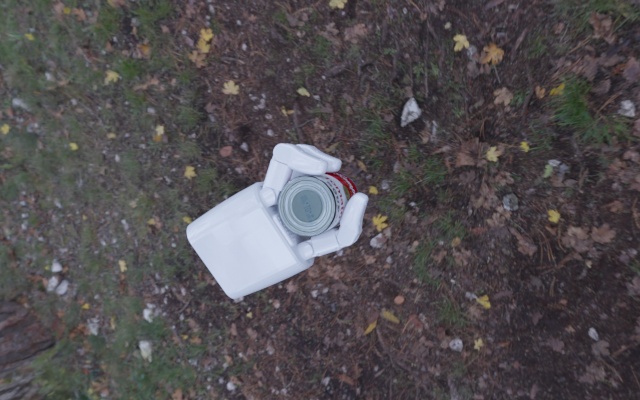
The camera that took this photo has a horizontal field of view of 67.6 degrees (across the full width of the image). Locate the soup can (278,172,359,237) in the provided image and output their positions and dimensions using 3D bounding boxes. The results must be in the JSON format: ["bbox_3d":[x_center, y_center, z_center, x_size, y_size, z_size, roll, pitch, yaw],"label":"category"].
[{"bbox_3d":[0.000,0.002,0.551,0.068,0.068,0.102,0,5,18],"label":"soup can"}]
